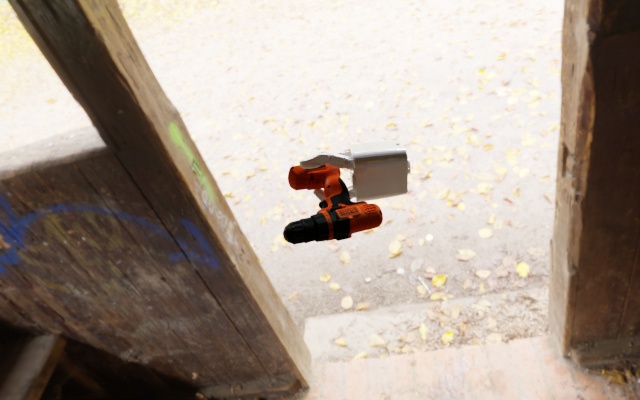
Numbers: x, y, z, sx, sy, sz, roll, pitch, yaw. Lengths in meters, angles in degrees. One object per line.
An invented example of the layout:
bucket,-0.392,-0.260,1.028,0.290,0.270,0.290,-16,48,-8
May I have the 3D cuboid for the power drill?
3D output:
power drill,0.000,0.003,0.893,0.184,0.057,0.187,-10,42,-18
